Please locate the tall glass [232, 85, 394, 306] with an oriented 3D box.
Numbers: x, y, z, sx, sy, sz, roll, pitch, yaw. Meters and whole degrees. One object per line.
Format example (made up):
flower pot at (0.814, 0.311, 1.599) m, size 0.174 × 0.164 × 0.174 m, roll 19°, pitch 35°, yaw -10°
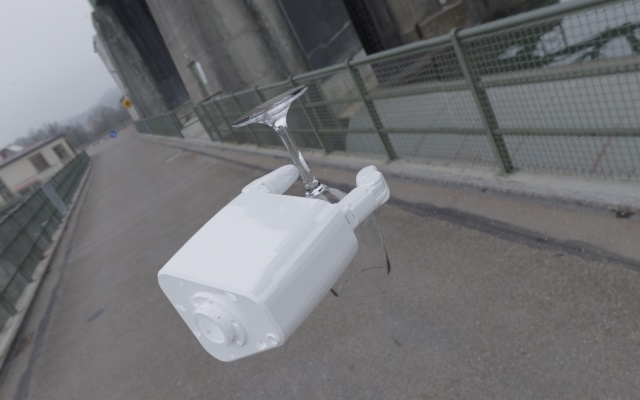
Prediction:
tall glass at (0.000, 0.001, 0.443) m, size 0.079 × 0.201 × 0.079 m, roll -25°, pitch 19°, yaw 9°
